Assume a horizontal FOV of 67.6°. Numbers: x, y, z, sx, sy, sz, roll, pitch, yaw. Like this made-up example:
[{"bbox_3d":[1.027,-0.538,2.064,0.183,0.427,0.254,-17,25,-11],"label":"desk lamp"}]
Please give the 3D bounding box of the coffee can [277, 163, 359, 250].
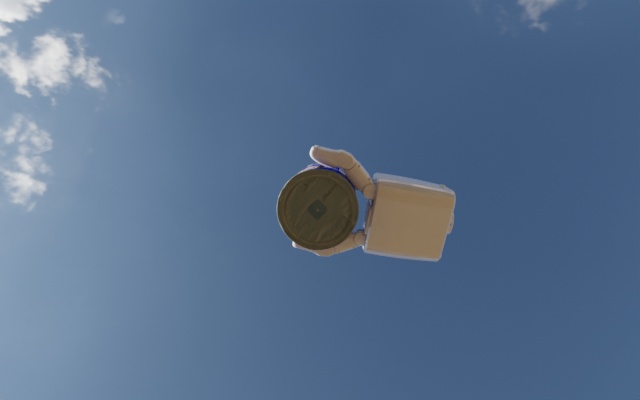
[{"bbox_3d":[0.000,0.002,0.661,0.103,0.103,0.140,0,8,3],"label":"coffee can"}]
